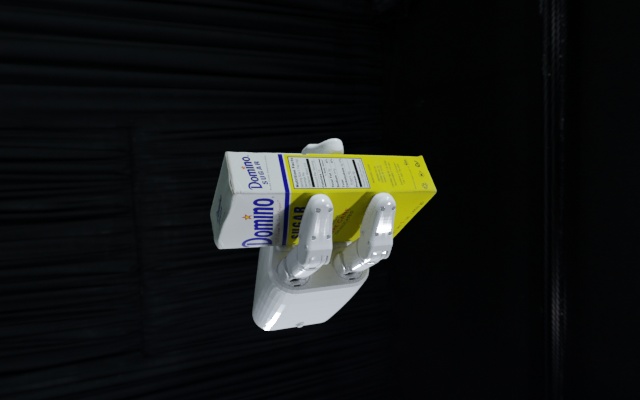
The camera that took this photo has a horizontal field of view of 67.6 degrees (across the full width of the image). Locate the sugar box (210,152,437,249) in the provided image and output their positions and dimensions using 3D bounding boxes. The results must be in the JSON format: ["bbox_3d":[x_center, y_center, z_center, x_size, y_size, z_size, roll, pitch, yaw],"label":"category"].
[{"bbox_3d":[0.000,0.002,0.414,0.176,0.048,0.093,-4,-30,-23],"label":"sugar box"}]
